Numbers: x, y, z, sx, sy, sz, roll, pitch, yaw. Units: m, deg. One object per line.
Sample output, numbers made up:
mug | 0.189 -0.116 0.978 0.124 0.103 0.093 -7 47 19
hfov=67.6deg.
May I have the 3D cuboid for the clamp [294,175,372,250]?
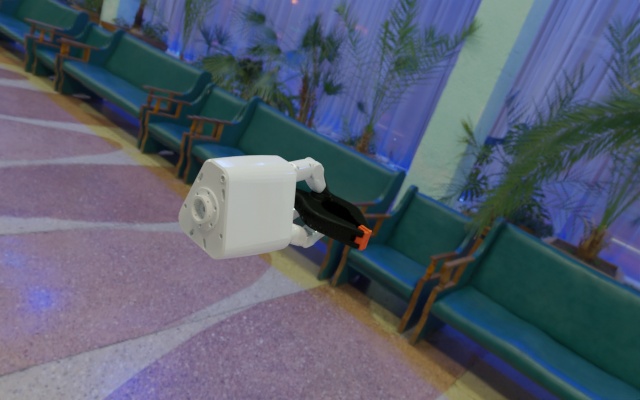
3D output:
clamp | 0.001 0.002 0.686 0.210 0.036 0.164 33 27 33
